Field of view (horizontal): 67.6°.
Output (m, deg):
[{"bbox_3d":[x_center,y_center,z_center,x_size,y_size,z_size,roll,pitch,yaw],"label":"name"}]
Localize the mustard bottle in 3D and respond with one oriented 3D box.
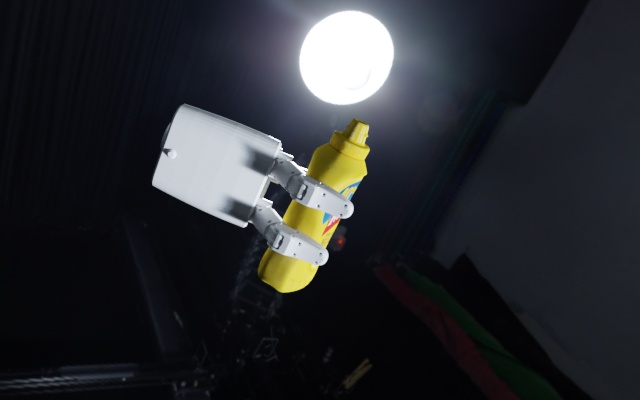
[{"bbox_3d":[0.000,0.002,0.512,0.058,0.192,0.096,31,19,14],"label":"mustard bottle"}]
